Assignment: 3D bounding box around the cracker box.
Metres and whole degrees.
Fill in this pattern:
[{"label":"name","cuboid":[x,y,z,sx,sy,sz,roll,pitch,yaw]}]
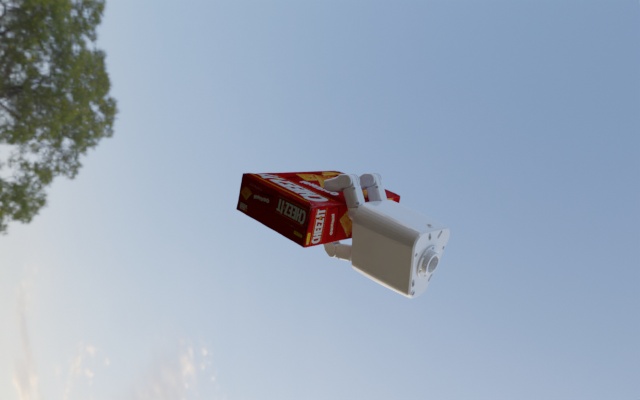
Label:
[{"label":"cracker box","cuboid":[0.000,0.003,0.777,0.164,0.072,0.213,24,20,40]}]
